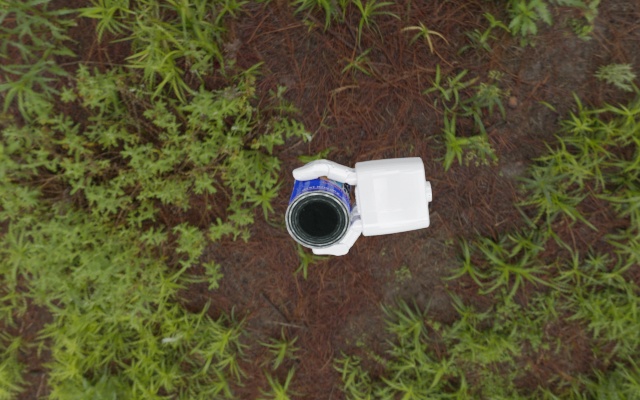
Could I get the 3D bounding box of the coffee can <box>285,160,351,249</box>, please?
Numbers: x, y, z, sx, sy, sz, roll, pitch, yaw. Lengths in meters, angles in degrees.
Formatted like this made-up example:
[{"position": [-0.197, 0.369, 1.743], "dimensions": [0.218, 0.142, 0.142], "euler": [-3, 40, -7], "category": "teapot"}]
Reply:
[{"position": [0.000, 0.003, 0.804], "dimensions": [0.103, 0.103, 0.140], "euler": [0, 25, 4], "category": "coffee can"}]
